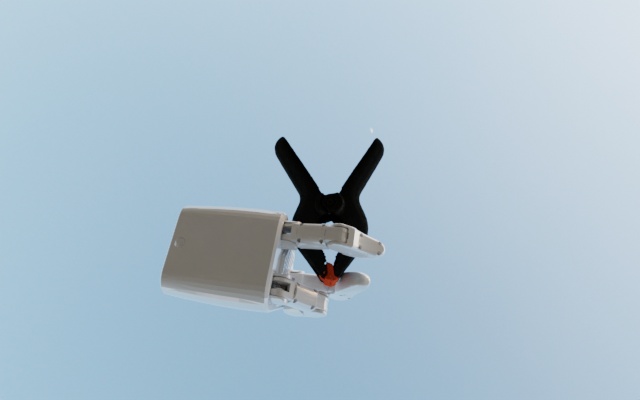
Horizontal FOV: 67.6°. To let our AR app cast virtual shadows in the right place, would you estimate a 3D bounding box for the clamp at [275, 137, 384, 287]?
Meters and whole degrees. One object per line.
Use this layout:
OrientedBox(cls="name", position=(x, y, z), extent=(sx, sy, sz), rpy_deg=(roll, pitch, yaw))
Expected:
OrientedBox(cls="clamp", position=(0.000, 0.002, 0.505), extent=(0.120, 0.171, 0.039), rpy_deg=(6, -26, 8))
